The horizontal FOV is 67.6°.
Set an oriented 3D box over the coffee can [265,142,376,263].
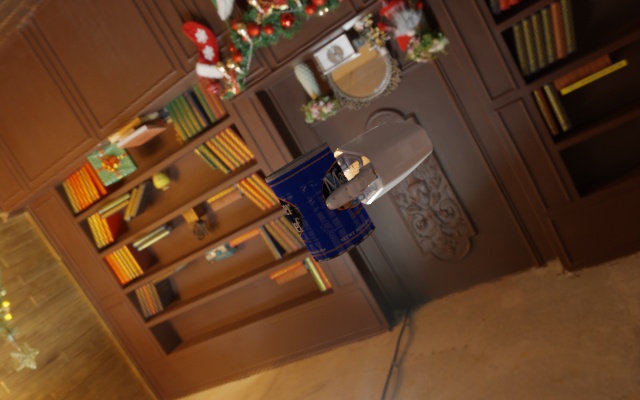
[{"bbox_3d":[0.000,0.002,0.683,0.103,0.140,0.103,-30,8,4],"label":"coffee can"}]
